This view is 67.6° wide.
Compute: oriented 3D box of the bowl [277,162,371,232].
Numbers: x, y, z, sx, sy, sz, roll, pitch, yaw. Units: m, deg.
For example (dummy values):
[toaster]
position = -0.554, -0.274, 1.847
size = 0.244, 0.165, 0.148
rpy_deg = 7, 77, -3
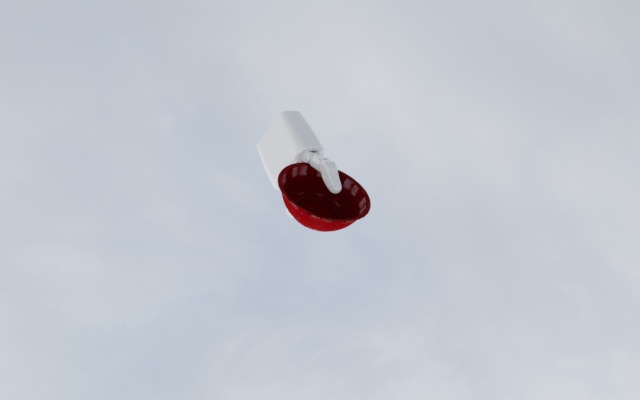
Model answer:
[bowl]
position = 0.000, 0.004, 0.801
size = 0.162, 0.055, 0.162
rpy_deg = 14, 33, -10
